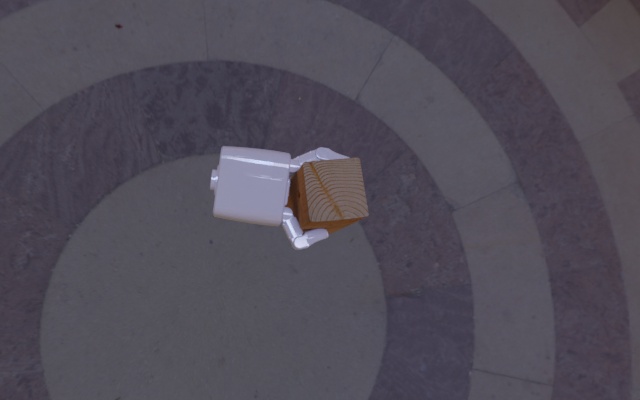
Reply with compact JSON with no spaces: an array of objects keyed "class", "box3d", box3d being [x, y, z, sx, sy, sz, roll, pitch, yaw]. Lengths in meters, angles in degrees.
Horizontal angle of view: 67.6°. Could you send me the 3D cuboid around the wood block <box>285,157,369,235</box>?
[{"class":"wood block","box3d":[0.000,0.003,0.784,0.090,0.091,0.206,-5,-9,-13]}]
